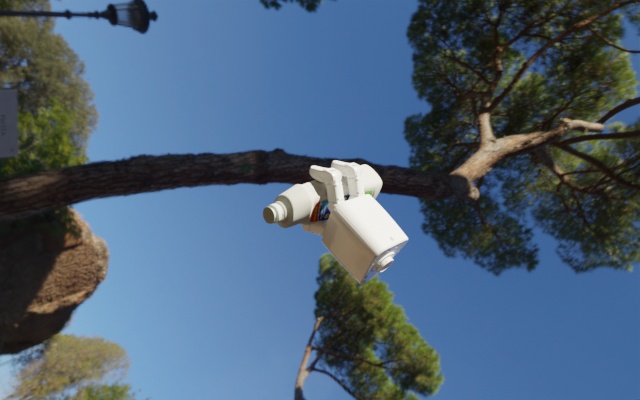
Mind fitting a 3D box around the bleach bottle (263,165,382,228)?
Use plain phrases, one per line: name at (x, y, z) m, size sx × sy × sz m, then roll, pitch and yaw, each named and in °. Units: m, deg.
bleach bottle at (0.000, 0.003, 0.840) m, size 0.251 × 0.068 × 0.103 m, roll -17°, pitch -32°, yaw -45°
